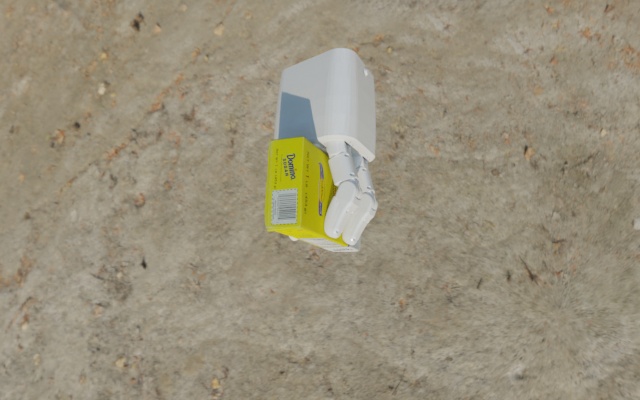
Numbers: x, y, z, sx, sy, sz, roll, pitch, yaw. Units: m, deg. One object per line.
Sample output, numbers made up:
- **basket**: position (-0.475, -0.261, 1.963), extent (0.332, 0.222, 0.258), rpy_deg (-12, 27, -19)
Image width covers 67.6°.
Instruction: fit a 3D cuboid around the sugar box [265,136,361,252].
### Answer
- **sugar box**: position (0.001, 0.002, 0.536), extent (0.048, 0.093, 0.176), rpy_deg (-4, -13, 26)
